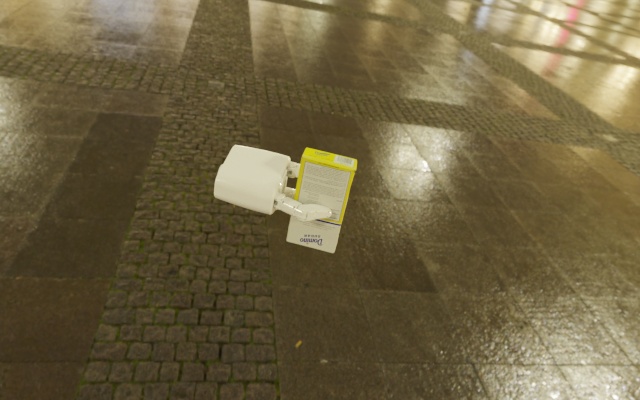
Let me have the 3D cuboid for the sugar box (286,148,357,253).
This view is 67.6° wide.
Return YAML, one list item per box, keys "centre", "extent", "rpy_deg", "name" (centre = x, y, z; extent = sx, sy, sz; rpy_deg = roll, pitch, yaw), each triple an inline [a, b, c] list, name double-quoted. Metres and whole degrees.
- centre: [0.000, 0.002, 0.842]
  extent: [0.093, 0.176, 0.048]
  rpy_deg: [15, 33, 3]
  name: "sugar box"
